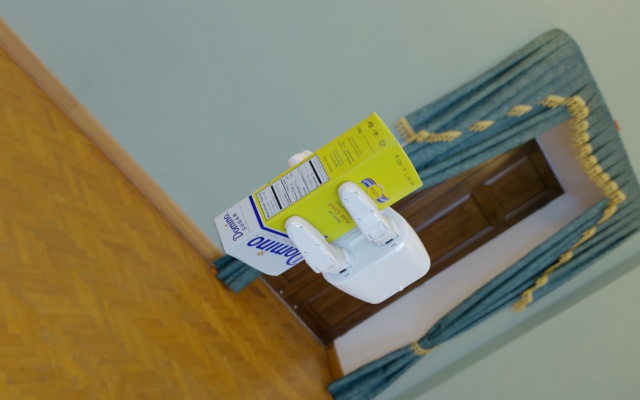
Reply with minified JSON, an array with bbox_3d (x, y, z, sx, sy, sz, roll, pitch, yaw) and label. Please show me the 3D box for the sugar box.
[{"bbox_3d":[0.000,0.002,0.442,0.176,0.048,0.093,-35,-33,9],"label":"sugar box"}]
